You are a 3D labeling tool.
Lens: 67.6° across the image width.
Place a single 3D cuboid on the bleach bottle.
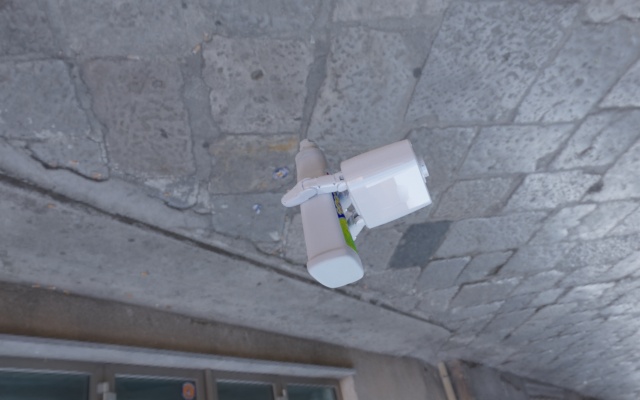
[{"bbox_3d":[0.000,0.003,0.742,0.068,0.250,0.103,-21,-33,12],"label":"bleach bottle"}]
